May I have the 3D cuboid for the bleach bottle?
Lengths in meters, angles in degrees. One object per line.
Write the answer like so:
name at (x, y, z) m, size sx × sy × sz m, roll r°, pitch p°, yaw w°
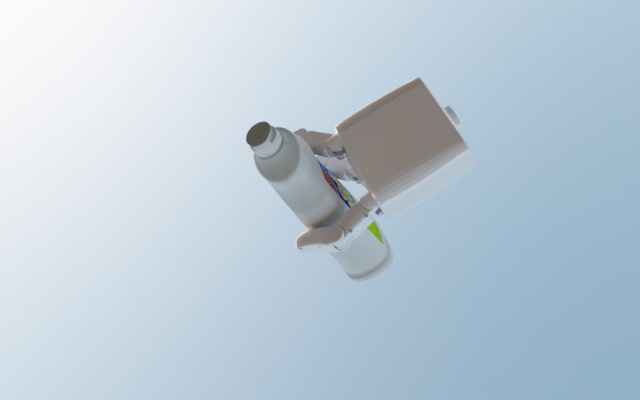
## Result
bleach bottle at (0.000, 0.002, 0.536) m, size 0.068 × 0.102 × 0.251 m, roll -32°, pitch -39°, yaw 10°
